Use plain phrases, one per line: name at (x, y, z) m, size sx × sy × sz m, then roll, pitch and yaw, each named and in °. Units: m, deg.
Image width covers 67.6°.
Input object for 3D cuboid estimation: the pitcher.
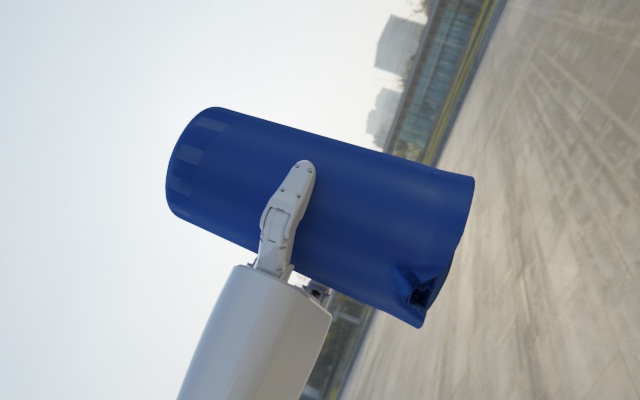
pitcher at (0.000, 0.002, 0.424) m, size 0.243 × 0.145 × 0.149 m, roll 20°, pitch -19°, yaw 9°
